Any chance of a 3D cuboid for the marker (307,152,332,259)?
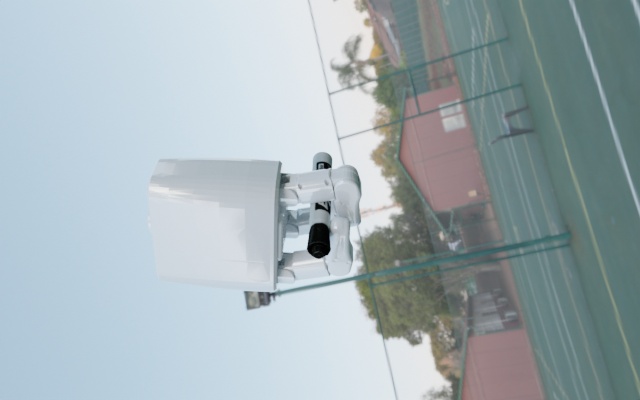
[{"bbox_3d":[0.000,0.001,0.409,0.020,0.020,0.121,0,43,2],"label":"marker"}]
